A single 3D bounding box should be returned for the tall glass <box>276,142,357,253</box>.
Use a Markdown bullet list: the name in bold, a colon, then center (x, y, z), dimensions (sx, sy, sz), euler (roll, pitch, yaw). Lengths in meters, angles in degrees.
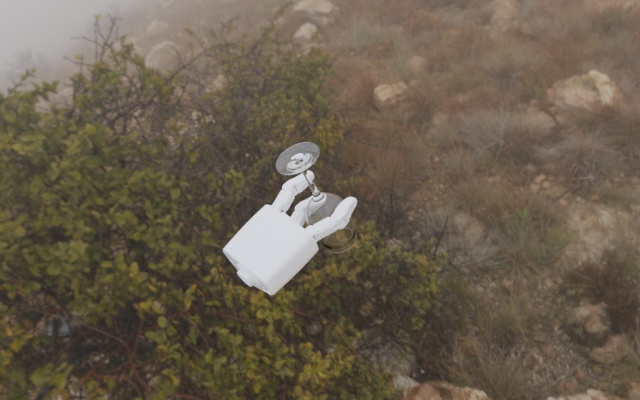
- **tall glass**: center (0.000, 0.002, 0.801), dimensions (0.079, 0.079, 0.201), euler (0, -43, 31)
